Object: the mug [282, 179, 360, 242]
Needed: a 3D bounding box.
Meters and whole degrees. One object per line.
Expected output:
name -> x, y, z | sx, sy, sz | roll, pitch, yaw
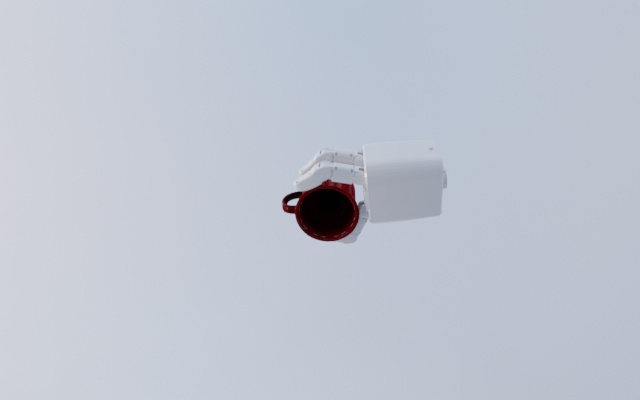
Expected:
mug -> -0.001, 0.002, 0.722 | 0.117, 0.093, 0.081 | -3, 27, 6
